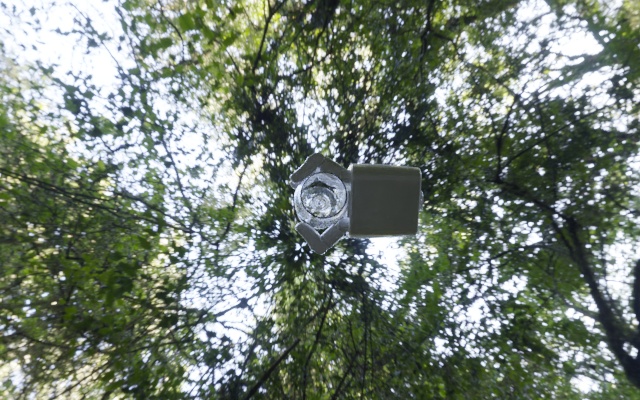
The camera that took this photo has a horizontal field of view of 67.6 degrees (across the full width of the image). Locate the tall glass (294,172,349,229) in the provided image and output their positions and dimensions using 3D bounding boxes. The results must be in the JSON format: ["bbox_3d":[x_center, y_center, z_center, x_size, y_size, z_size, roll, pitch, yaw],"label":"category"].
[{"bbox_3d":[0.000,0.002,0.718,0.079,0.079,0.201,0,-6,-2],"label":"tall glass"}]
